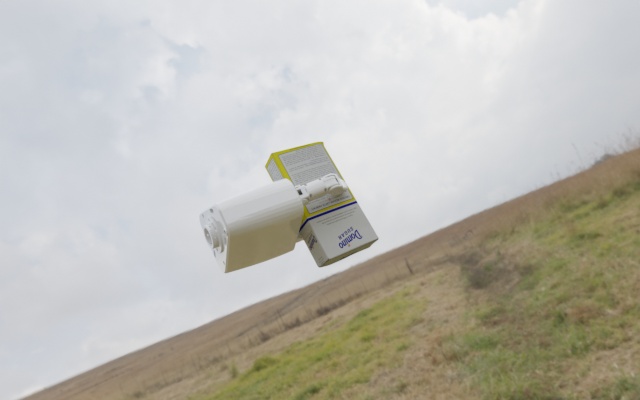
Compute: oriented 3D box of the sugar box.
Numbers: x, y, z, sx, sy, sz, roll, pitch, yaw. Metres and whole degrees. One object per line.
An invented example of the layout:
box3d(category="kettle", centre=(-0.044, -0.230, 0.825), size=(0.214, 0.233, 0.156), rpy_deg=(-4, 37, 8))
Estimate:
box3d(category="sugar box", centre=(0.000, 0.002, 0.694), size=(0.093, 0.176, 0.048), rpy_deg=(-18, -17, -31))
